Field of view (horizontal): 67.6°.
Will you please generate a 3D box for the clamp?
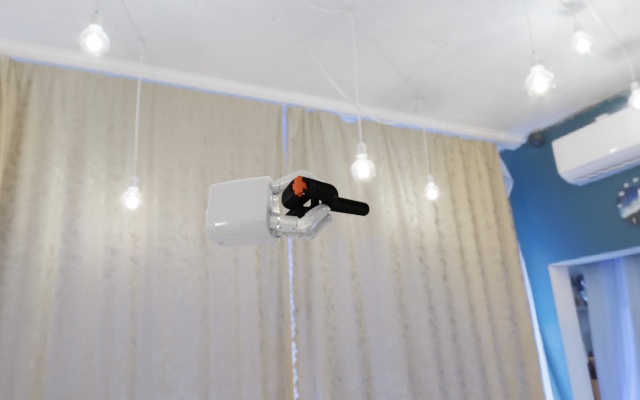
[{"bbox_3d":[0.000,0.002,0.814,0.164,0.036,0.210,-7,-17,5],"label":"clamp"}]
